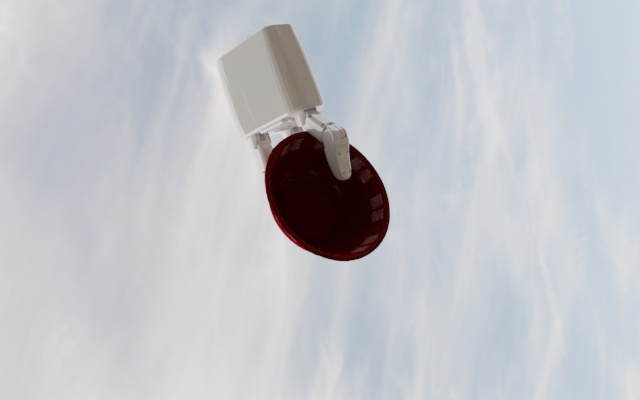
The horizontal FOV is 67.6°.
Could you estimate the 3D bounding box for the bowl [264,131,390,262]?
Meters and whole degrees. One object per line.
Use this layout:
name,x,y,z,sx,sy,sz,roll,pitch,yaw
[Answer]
bowl,0.000,0.003,0.554,0.162,0.162,0.055,0,-25,-32
